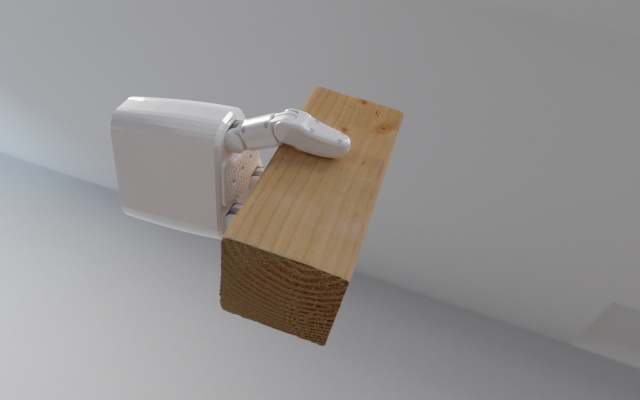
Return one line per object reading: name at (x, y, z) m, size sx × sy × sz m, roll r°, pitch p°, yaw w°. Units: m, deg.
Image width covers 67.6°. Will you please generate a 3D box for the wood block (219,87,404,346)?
wood block at (0.000, 0.001, 0.407) m, size 0.090 × 0.091 × 0.206 m, roll 19°, pitch 45°, yaw 5°
